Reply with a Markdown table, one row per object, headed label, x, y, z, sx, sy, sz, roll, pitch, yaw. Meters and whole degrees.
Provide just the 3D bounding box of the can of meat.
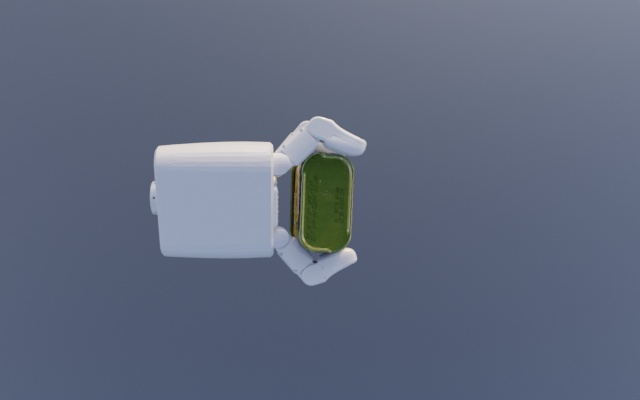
| label | x | y | z | sx | sy | sz | roll | pitch | yaw |
| --- | --- | --- | --- | --- | --- | --- | --- | --- | --- |
| can of meat | 0.000 | 0.002 | 0.495 | 0.057 | 0.102 | 0.084 | 2 | 1 | -8 |
